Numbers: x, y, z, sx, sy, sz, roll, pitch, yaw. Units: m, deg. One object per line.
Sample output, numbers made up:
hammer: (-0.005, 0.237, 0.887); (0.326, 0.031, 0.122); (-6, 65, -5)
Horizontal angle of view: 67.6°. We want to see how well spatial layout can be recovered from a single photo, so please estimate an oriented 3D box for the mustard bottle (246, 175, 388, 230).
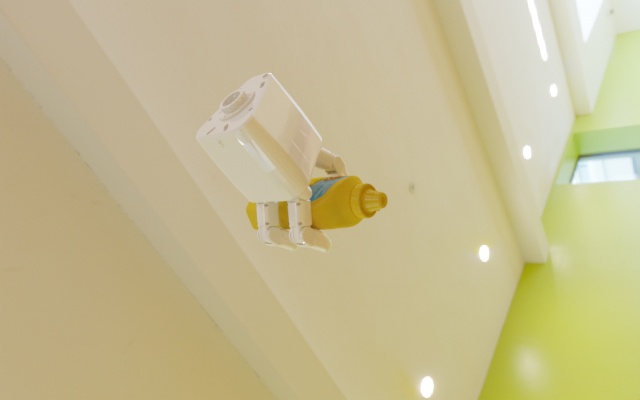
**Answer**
mustard bottle: (0.000, 0.002, 0.603); (0.191, 0.058, 0.096); (-3, 23, 42)
